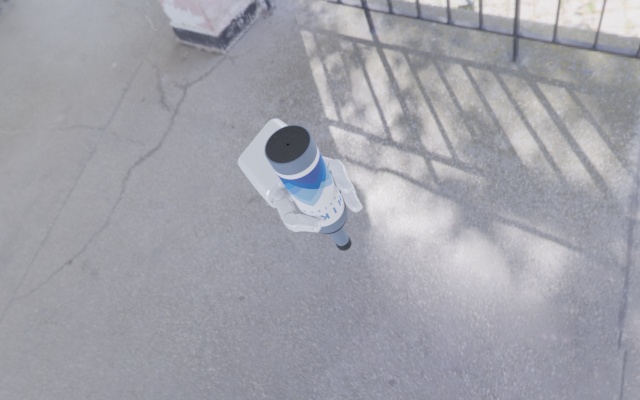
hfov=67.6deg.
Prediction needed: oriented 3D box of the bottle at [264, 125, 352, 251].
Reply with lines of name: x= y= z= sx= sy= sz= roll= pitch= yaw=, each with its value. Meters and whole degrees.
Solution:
bottle: x=0.000 y=0.002 z=0.742 sx=0.069 sy=0.069 sz=0.296 roll=0 pitch=-31 yaw=20
